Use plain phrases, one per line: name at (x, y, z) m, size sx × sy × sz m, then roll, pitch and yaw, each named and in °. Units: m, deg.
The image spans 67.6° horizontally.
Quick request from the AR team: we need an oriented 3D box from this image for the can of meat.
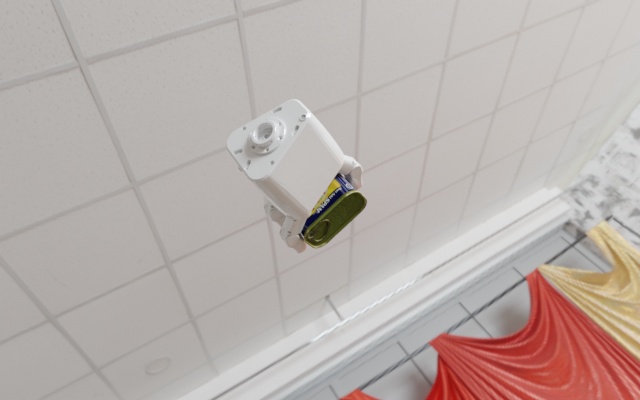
can of meat at (0.000, 0.002, 0.680) m, size 0.084 × 0.102 × 0.057 m, roll 50°, pitch 5°, yaw 34°
